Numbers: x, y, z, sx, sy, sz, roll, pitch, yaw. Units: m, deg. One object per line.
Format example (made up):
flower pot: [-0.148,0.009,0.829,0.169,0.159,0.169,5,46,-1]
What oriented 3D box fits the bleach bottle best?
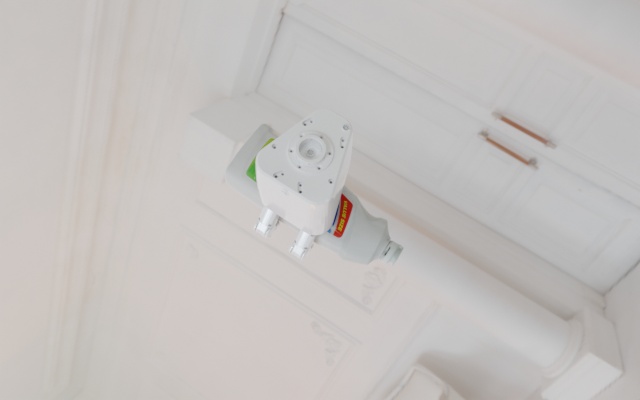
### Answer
bleach bottle: [0.000,0.002,0.642,0.251,0.102,0.068,32,-19,9]
